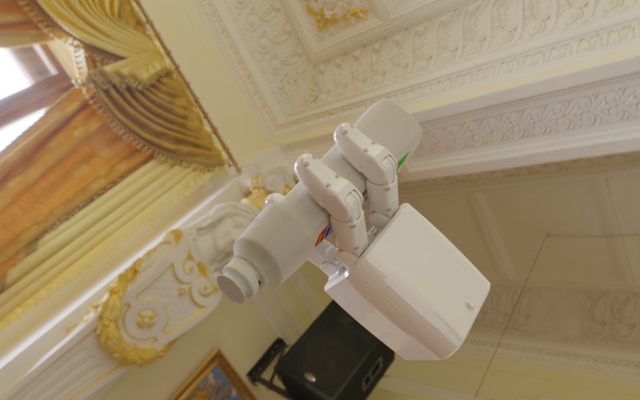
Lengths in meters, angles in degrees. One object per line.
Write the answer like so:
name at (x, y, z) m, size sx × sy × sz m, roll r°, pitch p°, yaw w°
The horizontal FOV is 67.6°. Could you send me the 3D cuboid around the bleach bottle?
bleach bottle at (0.000, 0.001, 0.437) m, size 0.250 × 0.068 × 0.103 m, roll -45°, pitch -6°, yaw -38°
